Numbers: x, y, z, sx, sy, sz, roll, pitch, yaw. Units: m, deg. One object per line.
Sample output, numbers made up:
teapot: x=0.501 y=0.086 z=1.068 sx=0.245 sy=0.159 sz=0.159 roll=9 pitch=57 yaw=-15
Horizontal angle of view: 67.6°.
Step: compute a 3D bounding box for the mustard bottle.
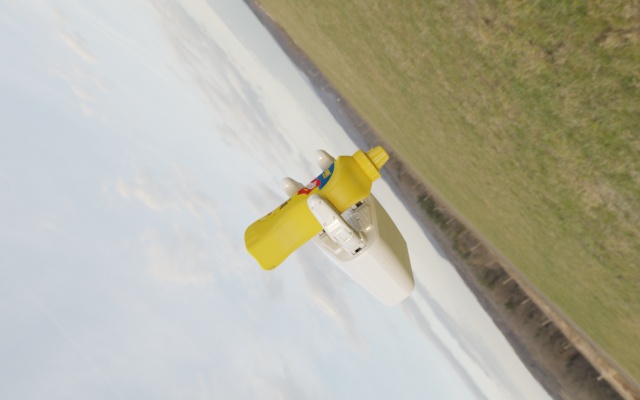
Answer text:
mustard bottle: x=0.000 y=0.002 z=0.564 sx=0.191 sy=0.058 sz=0.096 roll=-37 pitch=8 yaw=7
